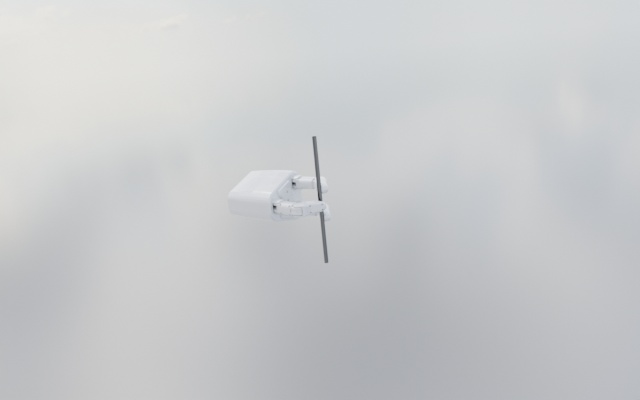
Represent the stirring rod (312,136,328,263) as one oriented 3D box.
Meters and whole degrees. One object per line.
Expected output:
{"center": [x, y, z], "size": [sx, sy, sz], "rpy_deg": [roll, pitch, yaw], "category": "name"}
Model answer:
{"center": [0.000, 0.003, 0.869], "size": [0.011, 0.239, 0.011], "rpy_deg": [-5, 17, 2], "category": "stirring rod"}
